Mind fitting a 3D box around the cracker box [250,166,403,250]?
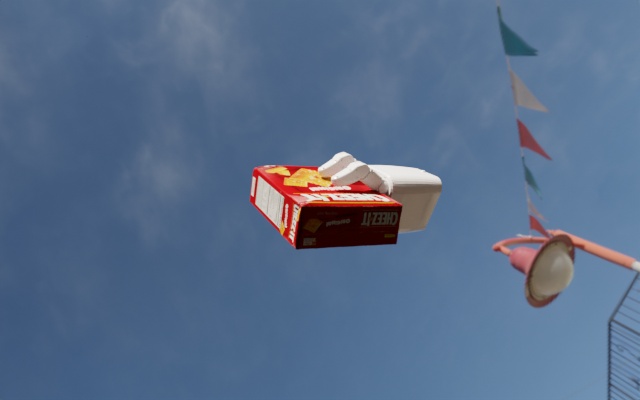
[{"bbox_3d":[0.000,0.003,0.748,0.164,0.072,0.213,-1,17,-26],"label":"cracker box"}]
